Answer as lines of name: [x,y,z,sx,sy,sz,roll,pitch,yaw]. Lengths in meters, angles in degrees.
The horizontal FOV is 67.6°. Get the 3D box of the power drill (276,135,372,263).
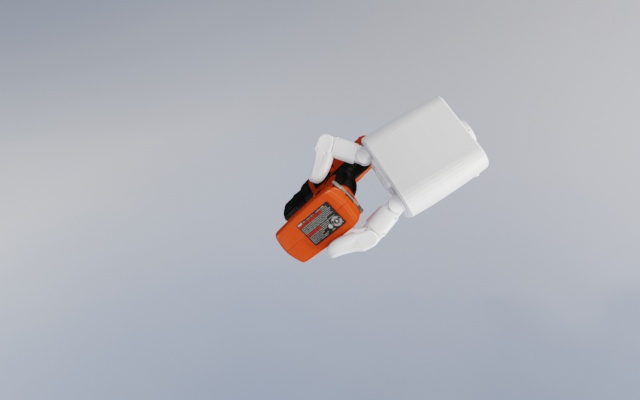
power drill: [0.000,0.002,0.638,0.184,0.057,0.187,-42,12,25]
